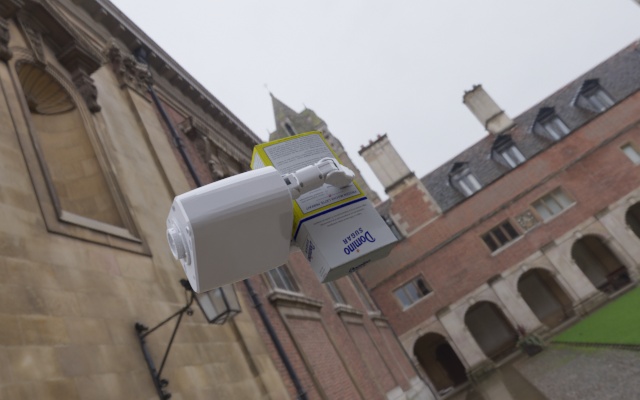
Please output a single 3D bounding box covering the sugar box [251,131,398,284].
[{"bbox_3d":[0.000,0.002,0.550,0.093,0.176,0.048,-19,-26,-27],"label":"sugar box"}]
